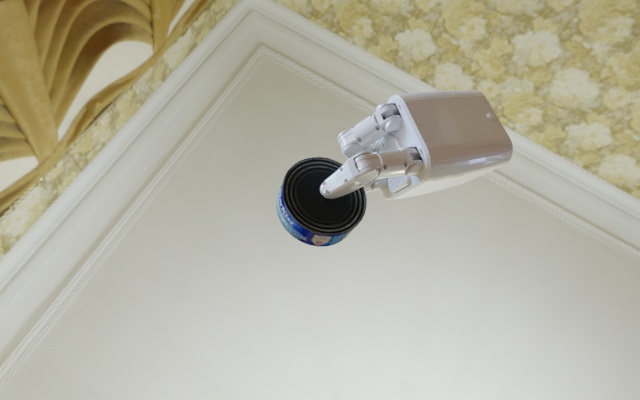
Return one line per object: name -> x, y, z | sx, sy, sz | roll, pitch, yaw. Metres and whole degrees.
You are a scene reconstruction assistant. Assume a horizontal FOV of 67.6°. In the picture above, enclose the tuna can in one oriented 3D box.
tuna can -> 0.000, 0.002, 0.474 | 0.086, 0.086, 0.034 | 0, -27, -19
